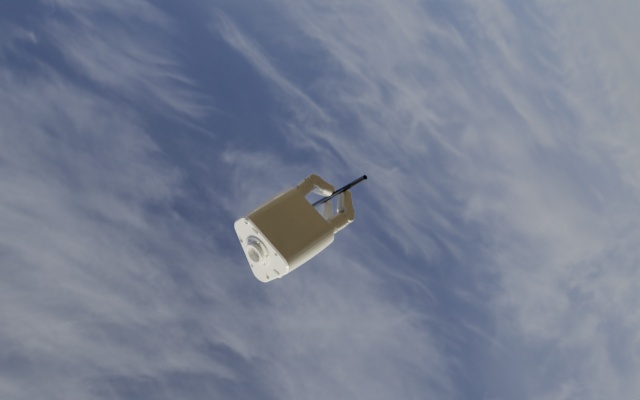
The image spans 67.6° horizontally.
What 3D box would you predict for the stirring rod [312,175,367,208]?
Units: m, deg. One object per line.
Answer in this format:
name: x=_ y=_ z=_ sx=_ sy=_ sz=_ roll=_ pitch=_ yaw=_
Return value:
stirring rod: x=0.000 y=0.003 z=0.837 sx=0.011 sy=0.011 sz=0.239 roll=0 pitch=-19 yaw=-38
